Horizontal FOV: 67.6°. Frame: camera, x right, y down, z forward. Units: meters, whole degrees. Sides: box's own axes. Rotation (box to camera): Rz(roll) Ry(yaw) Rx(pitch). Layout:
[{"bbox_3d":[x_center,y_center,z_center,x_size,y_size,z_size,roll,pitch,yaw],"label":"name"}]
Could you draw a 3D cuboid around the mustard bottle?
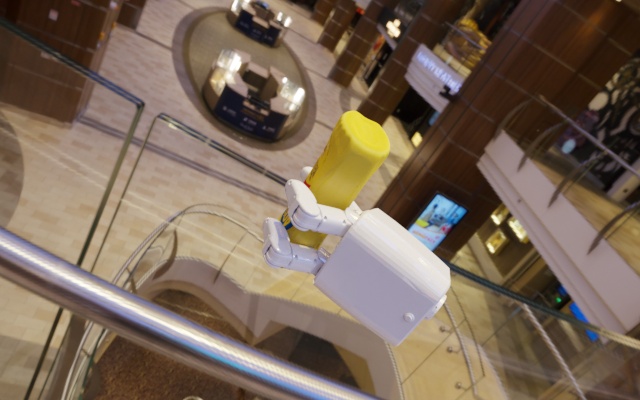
[{"bbox_3d":[0.000,0.001,0.513,0.058,0.192,0.096,27,27,-12],"label":"mustard bottle"}]
